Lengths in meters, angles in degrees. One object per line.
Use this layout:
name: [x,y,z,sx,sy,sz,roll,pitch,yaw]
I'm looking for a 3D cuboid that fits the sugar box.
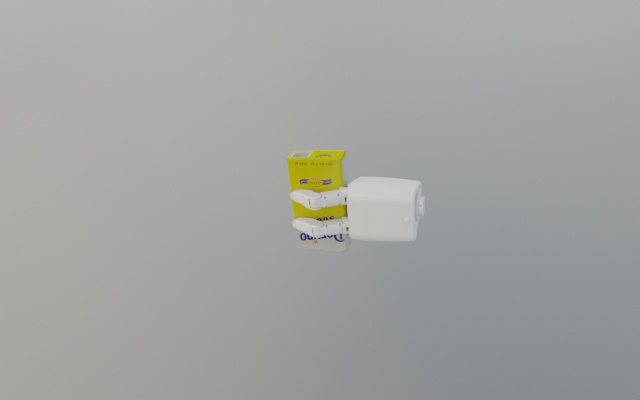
sugar box: [0.000,0.003,0.809,0.093,0.176,0.048,2,27,16]
